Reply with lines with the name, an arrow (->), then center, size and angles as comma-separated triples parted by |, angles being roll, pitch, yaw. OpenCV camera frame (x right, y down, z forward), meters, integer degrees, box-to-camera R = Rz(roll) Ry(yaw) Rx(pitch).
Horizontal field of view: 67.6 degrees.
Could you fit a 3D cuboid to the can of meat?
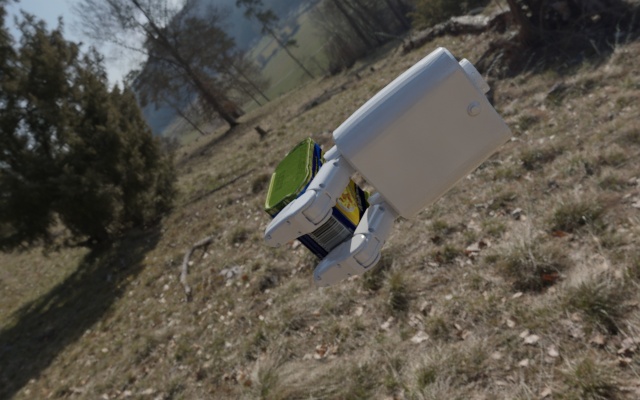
can of meat -> 0.000, 0.001, 0.429 | 0.057, 0.084, 0.102 | -38, 23, 21
